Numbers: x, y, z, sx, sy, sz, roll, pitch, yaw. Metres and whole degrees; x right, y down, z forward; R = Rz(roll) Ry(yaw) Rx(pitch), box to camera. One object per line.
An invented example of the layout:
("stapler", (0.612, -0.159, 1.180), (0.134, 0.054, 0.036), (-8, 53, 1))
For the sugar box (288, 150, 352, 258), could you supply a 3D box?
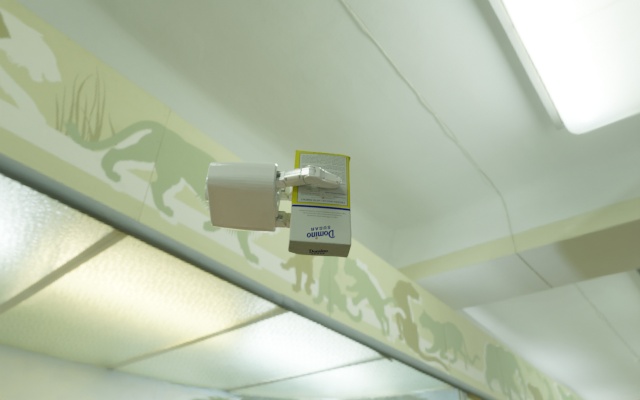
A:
("sugar box", (0.000, 0.003, 0.752), (0.093, 0.176, 0.048), (5, -34, -4))
